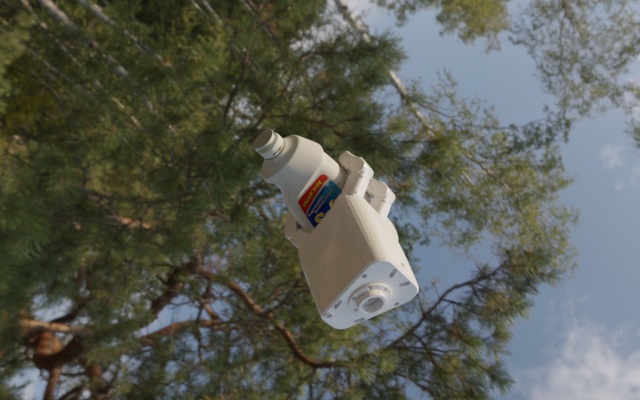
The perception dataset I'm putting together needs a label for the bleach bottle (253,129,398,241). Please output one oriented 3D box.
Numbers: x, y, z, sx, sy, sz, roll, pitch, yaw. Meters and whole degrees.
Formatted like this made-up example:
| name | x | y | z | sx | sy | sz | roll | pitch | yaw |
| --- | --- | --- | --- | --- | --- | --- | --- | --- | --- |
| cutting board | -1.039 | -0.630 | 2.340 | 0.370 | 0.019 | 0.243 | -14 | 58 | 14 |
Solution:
| name | x | y | z | sx | sy | sz | roll | pitch | yaw |
| --- | --- | --- | --- | --- | --- | --- | --- | --- | --- |
| bleach bottle | 0.000 | 0.002 | 0.620 | 0.102 | 0.068 | 0.251 | -36 | -50 | 14 |
